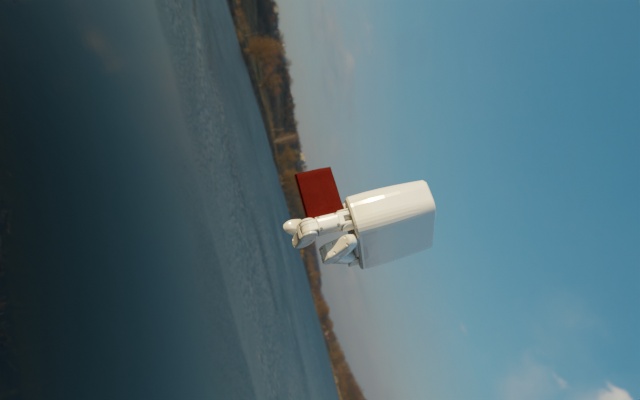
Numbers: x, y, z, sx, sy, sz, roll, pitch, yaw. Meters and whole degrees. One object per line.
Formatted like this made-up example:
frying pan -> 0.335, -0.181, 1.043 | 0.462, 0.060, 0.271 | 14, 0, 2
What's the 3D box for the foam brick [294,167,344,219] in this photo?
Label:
foam brick -> 0.000, 0.002, 0.656 | 0.051, 0.078, 0.053 | -15, -24, -2
